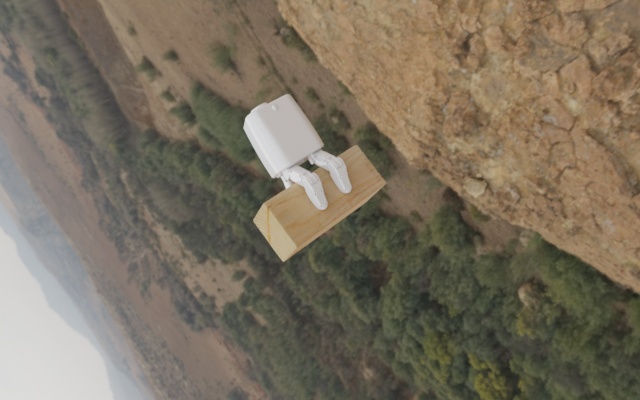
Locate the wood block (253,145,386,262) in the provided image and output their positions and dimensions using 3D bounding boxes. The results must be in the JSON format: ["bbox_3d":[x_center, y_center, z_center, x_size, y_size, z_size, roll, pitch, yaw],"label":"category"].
[{"bbox_3d":[0.000,0.003,0.817,0.206,0.090,0.091,-34,-7,-28],"label":"wood block"}]
